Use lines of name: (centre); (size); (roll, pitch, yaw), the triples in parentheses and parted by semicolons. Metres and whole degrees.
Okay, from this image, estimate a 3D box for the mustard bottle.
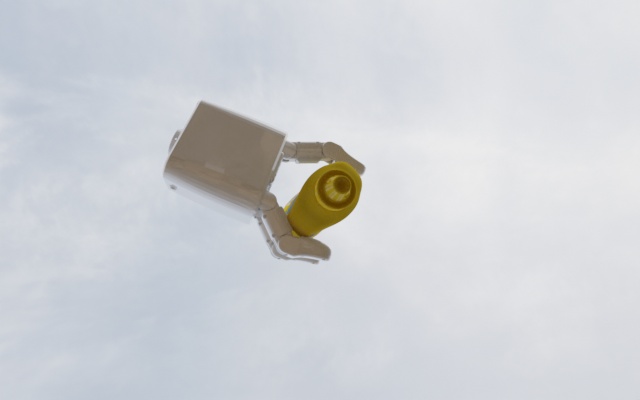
mustard bottle: (0.000, 0.002, 0.541); (0.096, 0.058, 0.192); (-43, 0, -16)
